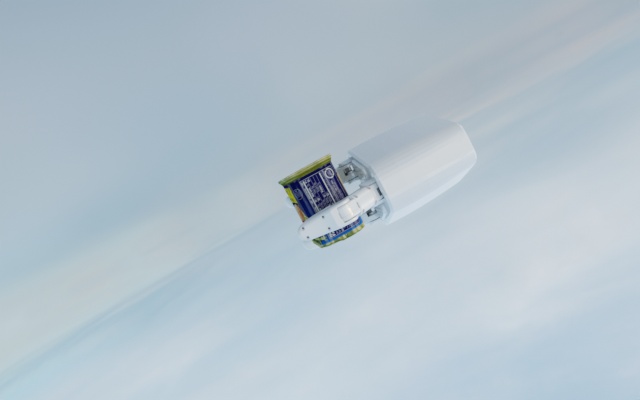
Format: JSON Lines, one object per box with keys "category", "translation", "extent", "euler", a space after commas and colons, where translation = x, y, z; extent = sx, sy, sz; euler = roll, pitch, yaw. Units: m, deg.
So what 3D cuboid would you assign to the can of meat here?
{"category": "can of meat", "translation": [0.000, 0.002, 0.521], "extent": [0.057, 0.084, 0.102], "euler": [-29, 4, -7]}
